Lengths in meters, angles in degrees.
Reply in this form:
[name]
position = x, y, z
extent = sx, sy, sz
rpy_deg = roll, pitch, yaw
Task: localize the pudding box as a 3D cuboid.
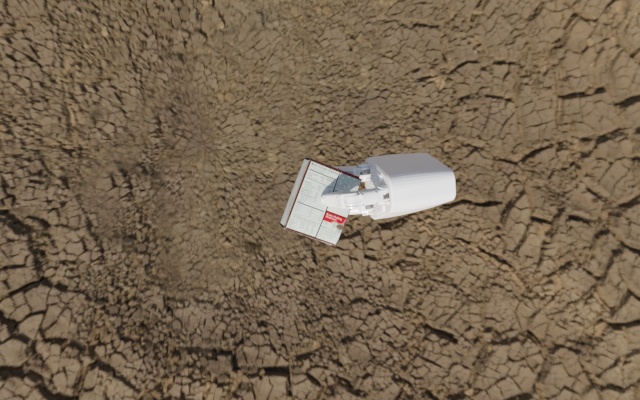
[pudding box]
position = 0.000, 0.002, 0.722
extent = 0.090, 0.113, 0.039
rpy_deg = 21, 1, -17
